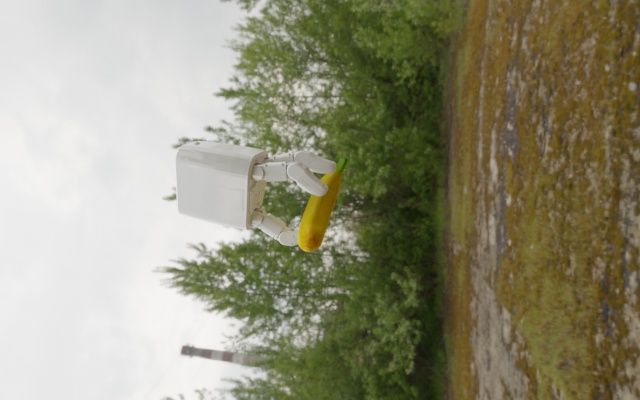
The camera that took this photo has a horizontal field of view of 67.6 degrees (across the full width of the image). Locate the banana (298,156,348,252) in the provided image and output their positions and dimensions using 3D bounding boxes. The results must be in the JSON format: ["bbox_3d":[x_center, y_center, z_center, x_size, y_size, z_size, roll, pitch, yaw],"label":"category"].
[{"bbox_3d":[-0.003,0.014,0.652,0.037,0.070,0.197,17,40,2],"label":"banana"}]
